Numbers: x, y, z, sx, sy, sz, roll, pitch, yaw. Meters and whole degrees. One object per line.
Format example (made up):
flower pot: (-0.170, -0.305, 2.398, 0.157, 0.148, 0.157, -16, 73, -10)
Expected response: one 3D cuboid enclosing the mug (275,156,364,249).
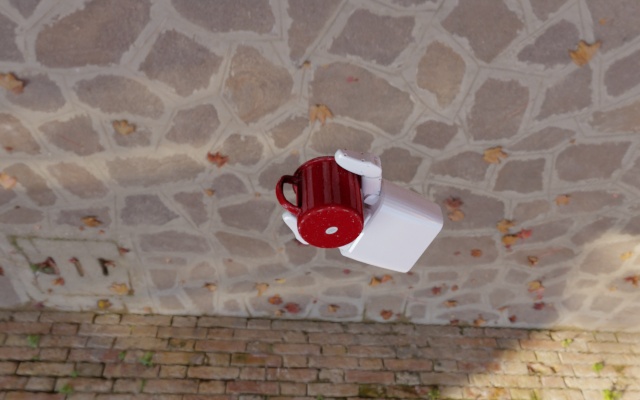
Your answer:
mug: (-0.001, 0.002, 0.590, 0.117, 0.081, 0.093, 18, -47, -22)
